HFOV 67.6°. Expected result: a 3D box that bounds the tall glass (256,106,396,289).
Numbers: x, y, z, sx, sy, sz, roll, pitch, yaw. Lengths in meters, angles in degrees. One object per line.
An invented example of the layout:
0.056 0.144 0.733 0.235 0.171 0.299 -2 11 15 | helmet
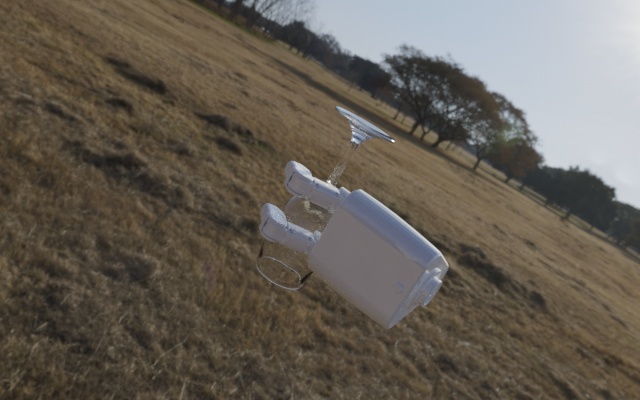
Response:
0.000 0.001 0.534 0.079 0.201 0.079 28 15 -8 | tall glass
